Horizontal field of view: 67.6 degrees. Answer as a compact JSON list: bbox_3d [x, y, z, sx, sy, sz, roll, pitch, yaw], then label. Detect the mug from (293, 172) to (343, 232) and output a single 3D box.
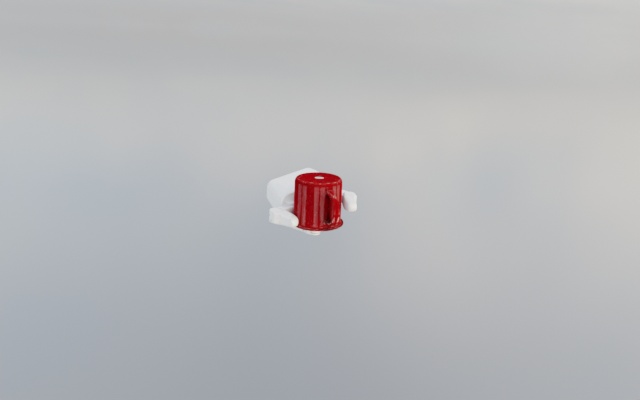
[{"bbox_3d":[0.001,0.003,0.808,0.093,0.081,0.117,-5,19,-23],"label":"mug"}]
